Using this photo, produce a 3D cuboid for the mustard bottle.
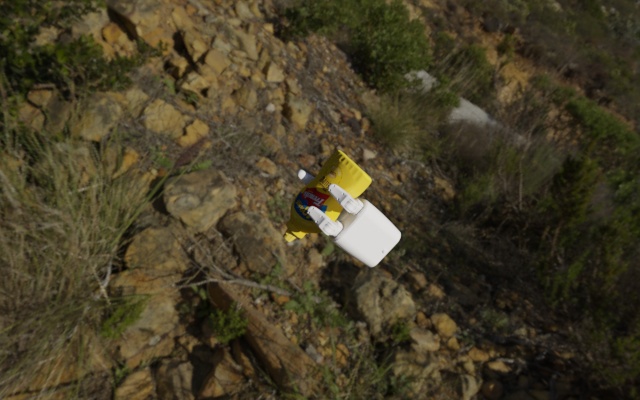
[{"bbox_3d":[0.000,0.003,0.888,0.096,0.191,0.058,47,8,39],"label":"mustard bottle"}]
